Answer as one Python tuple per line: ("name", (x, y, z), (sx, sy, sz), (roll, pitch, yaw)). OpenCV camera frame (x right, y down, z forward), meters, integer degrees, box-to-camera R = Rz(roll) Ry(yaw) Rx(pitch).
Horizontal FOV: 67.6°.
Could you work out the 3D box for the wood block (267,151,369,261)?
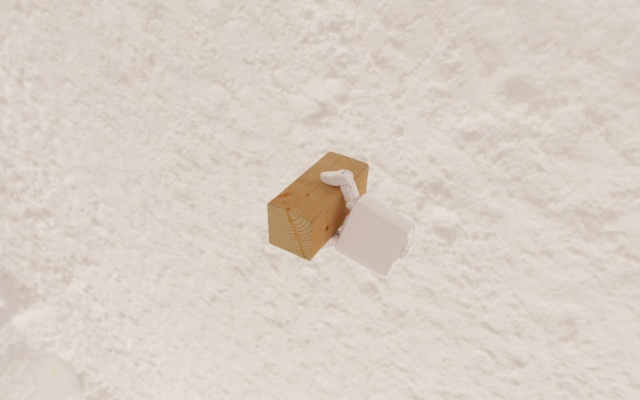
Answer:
("wood block", (0.000, 0.003, 0.870), (0.090, 0.091, 0.206), (21, 40, 23))
